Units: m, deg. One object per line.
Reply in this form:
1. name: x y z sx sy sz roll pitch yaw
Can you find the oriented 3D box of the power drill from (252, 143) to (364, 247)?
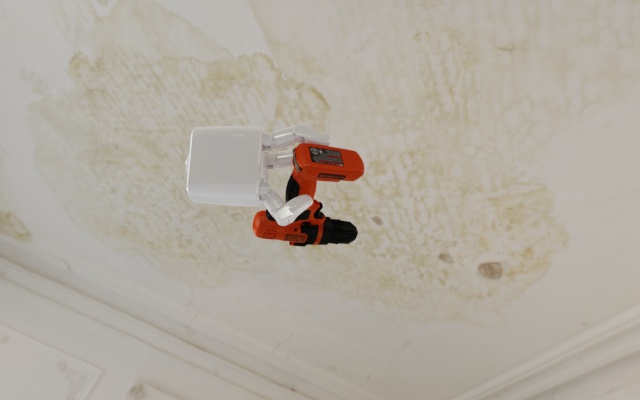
1. power drill: 0.000 0.002 0.757 0.184 0.057 0.188 5 -47 -22
